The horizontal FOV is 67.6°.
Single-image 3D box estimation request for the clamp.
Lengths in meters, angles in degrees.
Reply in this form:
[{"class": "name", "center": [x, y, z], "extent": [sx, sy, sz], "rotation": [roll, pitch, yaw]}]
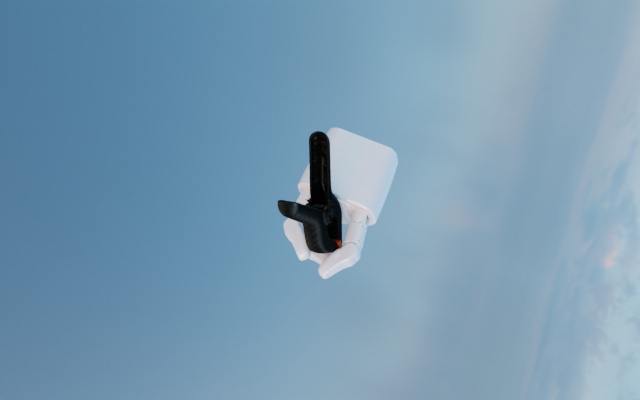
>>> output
[{"class": "clamp", "center": [0.001, 0.002, 0.590], "extent": [0.039, 0.120, 0.172], "rotation": [14, -26, 23]}]
